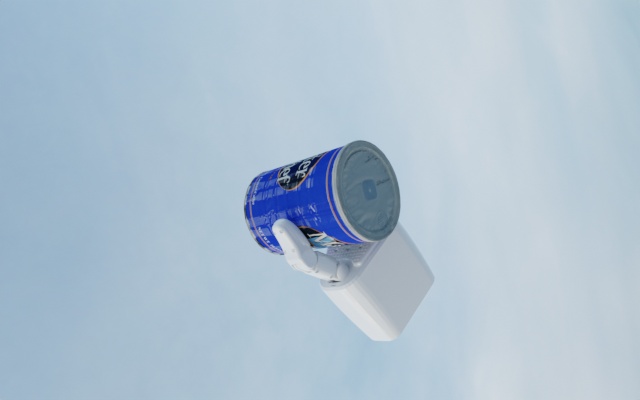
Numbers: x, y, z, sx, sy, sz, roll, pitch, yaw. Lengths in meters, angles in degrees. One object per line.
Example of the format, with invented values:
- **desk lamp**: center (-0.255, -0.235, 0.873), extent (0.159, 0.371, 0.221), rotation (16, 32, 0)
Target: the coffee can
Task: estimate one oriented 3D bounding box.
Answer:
- **coffee can**: center (0.000, 0.002, 0.519), extent (0.140, 0.103, 0.103), rotation (-13, -9, 42)
